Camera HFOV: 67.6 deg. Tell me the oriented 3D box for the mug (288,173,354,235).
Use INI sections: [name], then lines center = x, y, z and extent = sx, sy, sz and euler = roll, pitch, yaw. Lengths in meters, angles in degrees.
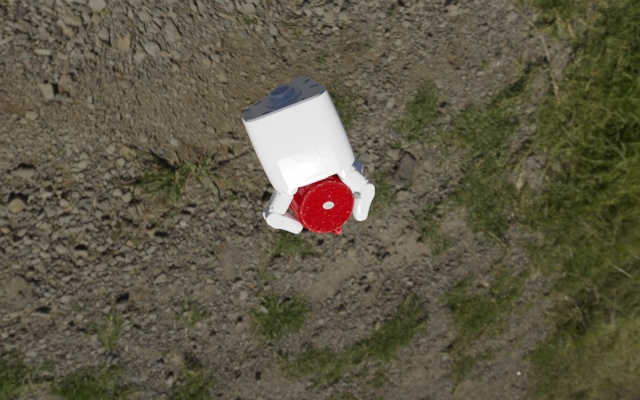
[mug]
center = 0.001, 0.003, 0.677
extent = 0.093, 0.117, 0.081
euler = -29, 33, -7
